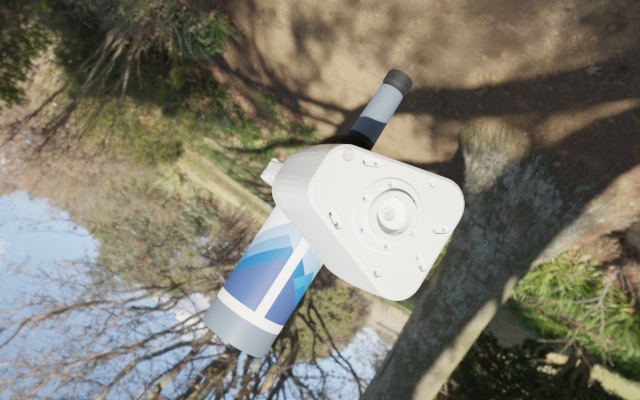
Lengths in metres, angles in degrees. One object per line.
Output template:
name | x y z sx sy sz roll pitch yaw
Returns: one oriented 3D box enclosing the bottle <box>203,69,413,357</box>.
bottle | 0.000 0.002 0.452 0.069 0.295 0.069 32 -7 4
